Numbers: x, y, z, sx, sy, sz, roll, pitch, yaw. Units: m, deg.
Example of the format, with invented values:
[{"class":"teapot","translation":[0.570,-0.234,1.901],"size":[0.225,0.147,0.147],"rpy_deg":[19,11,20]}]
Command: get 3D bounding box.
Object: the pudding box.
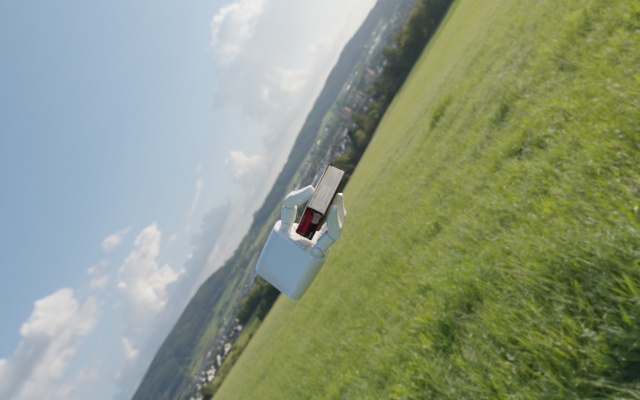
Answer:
[{"class":"pudding box","translation":[0.000,0.003,0.848],"size":[0.039,0.113,0.090],"rpy_deg":[26,-37,-2]}]
